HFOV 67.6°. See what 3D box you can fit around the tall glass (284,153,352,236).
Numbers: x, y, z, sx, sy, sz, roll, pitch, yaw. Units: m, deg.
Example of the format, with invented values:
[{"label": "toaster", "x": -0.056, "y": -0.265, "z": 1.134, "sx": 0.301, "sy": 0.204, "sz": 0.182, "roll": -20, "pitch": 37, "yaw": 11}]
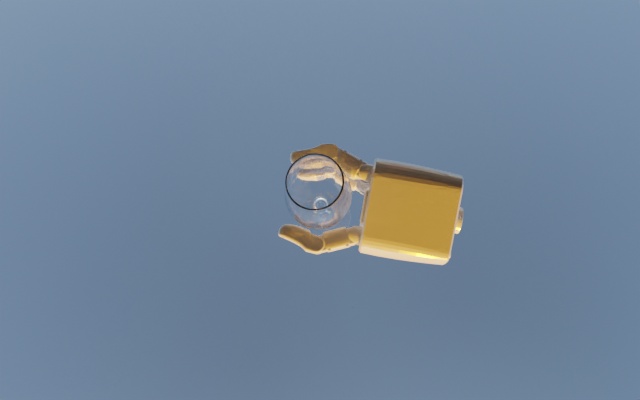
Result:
[{"label": "tall glass", "x": 0.000, "y": 0.002, "z": 0.589, "sx": 0.079, "sy": 0.079, "sz": 0.201, "roll": 0, "pitch": -13, "yaw": 4}]
